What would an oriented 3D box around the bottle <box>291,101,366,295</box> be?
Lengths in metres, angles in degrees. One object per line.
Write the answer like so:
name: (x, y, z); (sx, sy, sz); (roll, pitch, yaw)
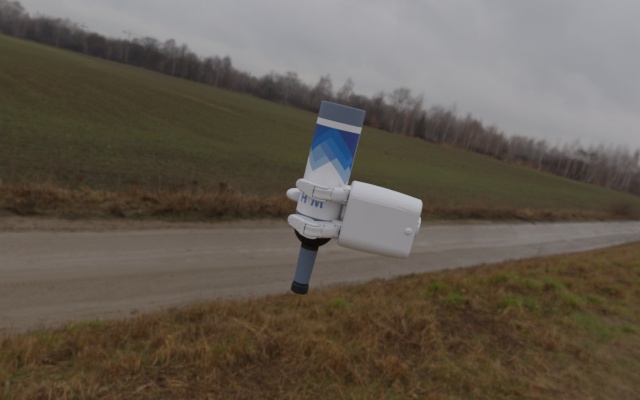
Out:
bottle: (0.000, 0.002, 0.725); (0.069, 0.296, 0.069); (13, 11, -3)
